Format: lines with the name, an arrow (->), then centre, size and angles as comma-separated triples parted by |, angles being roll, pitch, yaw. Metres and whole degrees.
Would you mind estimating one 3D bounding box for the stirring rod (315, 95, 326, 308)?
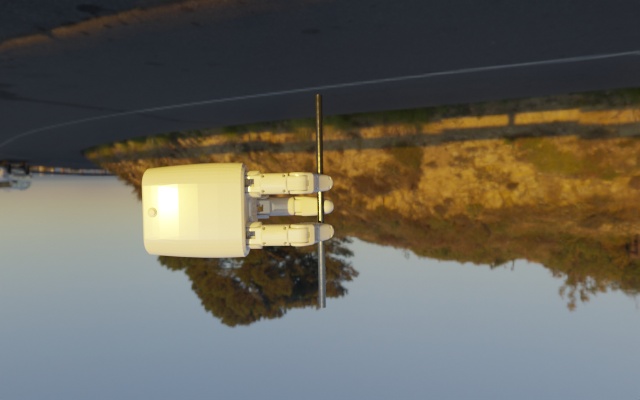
stirring rod -> 0.000, 0.002, 0.541 | 0.011, 0.239, 0.011 | -1, 2, 0
